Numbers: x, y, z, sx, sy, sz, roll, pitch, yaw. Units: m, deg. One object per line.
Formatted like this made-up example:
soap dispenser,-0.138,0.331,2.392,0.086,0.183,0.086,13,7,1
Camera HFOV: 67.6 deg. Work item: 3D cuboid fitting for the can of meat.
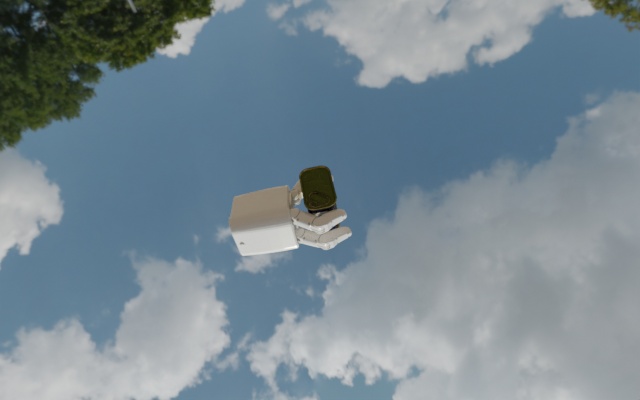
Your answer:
can of meat,0.000,0.003,0.863,0.057,0.102,0.084,-12,-42,-1
